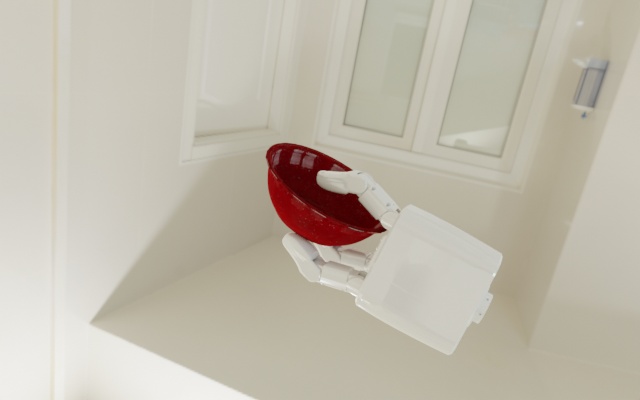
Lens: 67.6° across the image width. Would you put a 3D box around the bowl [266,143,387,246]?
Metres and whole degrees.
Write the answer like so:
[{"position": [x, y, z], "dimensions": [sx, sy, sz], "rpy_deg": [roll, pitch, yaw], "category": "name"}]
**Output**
[{"position": [-0.001, 0.001, 0.545], "dimensions": [0.162, 0.055, 0.162], "rpy_deg": [26, 25, -13], "category": "bowl"}]
